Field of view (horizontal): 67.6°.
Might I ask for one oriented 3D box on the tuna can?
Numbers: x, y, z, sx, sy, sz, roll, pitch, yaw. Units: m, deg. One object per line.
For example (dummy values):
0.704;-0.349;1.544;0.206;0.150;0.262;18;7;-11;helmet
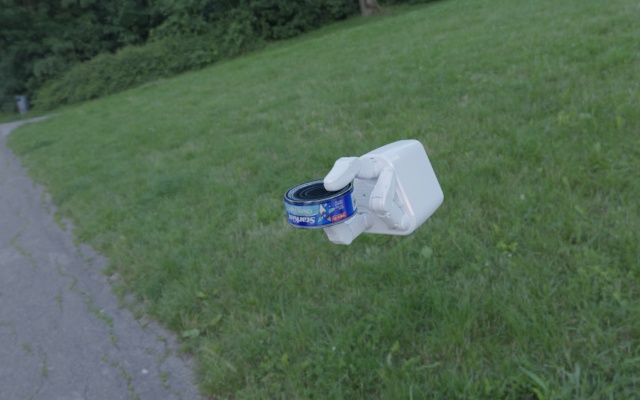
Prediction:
0.000;0.001;0.573;0.086;0.034;0.086;-9;19;3;tuna can
